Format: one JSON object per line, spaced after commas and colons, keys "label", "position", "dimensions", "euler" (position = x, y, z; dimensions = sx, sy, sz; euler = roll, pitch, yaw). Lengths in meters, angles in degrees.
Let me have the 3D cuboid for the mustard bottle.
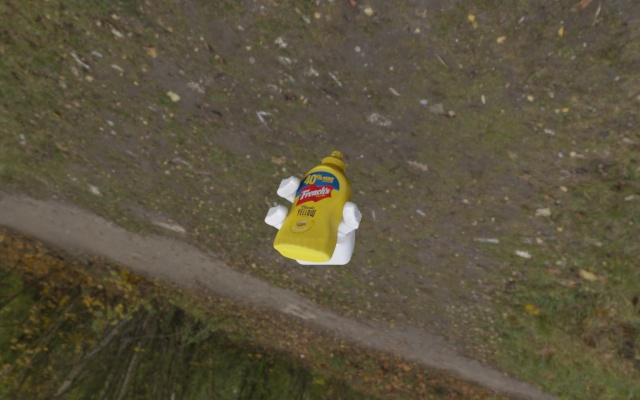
{"label": "mustard bottle", "position": [0.000, 0.003, 0.767], "dimensions": [0.096, 0.191, 0.058], "euler": [3, -30, 34]}
